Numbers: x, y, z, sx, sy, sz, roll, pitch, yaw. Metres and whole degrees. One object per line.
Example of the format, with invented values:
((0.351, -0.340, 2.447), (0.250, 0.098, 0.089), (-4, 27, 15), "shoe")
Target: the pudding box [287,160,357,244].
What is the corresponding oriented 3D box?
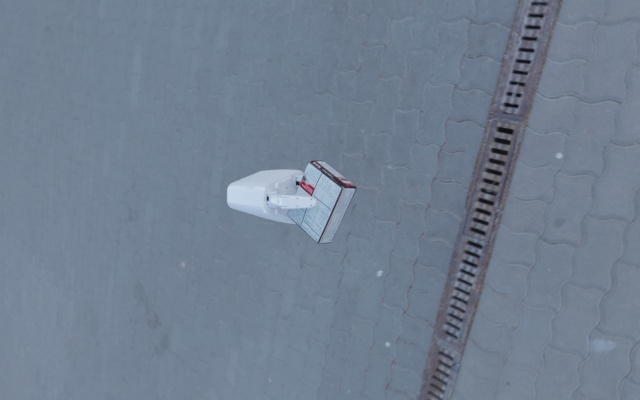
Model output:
((0.000, 0.003, 0.794), (0.039, 0.113, 0.090), (-5, 36, -47), "pudding box")
